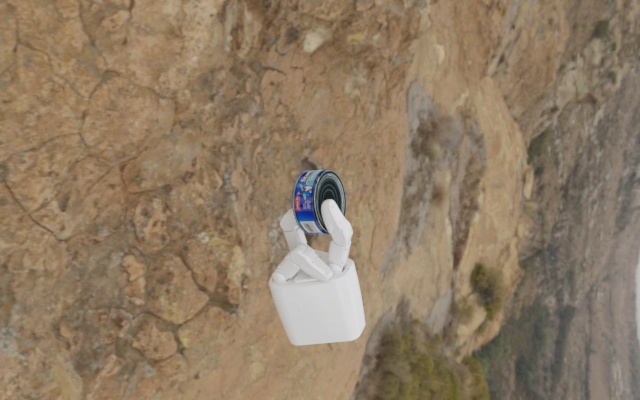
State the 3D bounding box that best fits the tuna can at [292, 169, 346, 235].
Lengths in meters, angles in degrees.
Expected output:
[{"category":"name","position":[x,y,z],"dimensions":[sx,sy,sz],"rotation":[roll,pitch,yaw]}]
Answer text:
[{"category":"tuna can","position":[0.001,0.002,0.628],"dimensions":[0.034,0.086,0.086],"rotation":[-2,-1,31]}]
